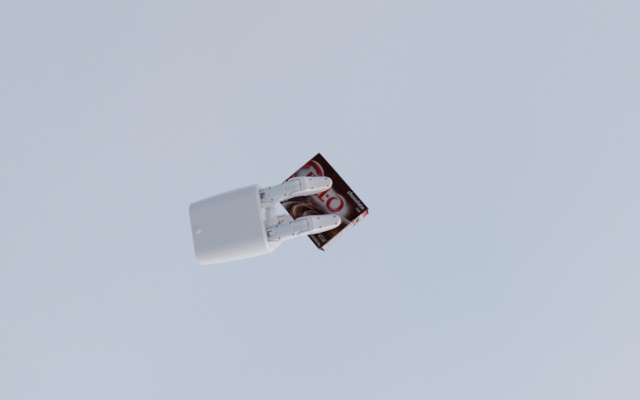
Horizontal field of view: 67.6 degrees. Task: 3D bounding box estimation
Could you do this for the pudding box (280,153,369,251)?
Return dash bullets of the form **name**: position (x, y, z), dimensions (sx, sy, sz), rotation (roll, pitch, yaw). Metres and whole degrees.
- **pudding box**: position (0.000, 0.002, 0.680), dimensions (0.090, 0.113, 0.039), rotation (-40, -14, -1)
